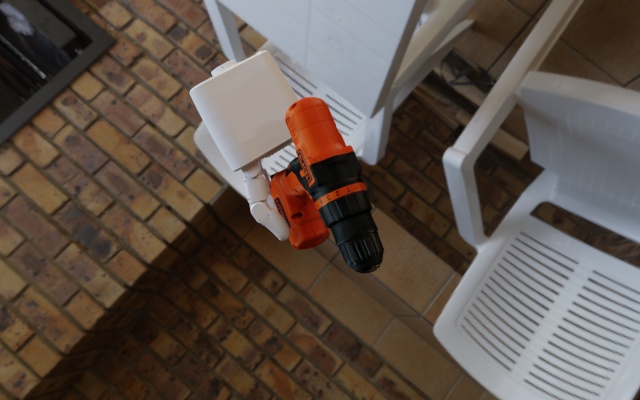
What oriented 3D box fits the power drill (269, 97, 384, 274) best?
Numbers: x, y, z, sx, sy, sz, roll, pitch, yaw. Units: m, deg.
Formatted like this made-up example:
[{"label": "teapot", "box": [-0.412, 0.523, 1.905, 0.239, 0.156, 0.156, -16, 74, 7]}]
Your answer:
[{"label": "power drill", "box": [0.000, 0.002, 0.535, 0.057, 0.184, 0.188, -17, -11, -19]}]
